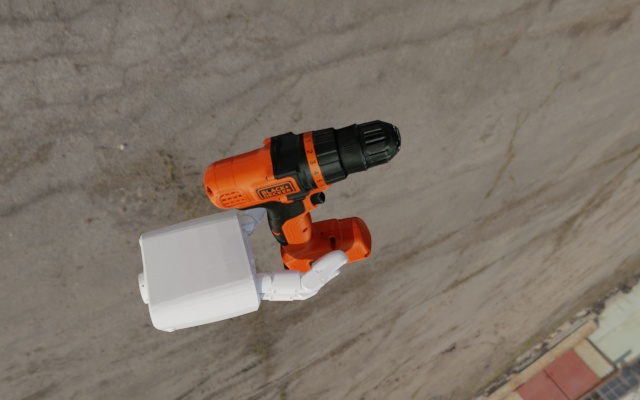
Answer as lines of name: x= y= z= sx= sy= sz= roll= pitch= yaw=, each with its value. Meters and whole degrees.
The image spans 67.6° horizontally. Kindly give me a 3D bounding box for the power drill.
power drill: x=0.000 y=0.002 z=0.492 sx=0.184 sy=0.057 sz=0.188 roll=-13 pitch=-37 yaw=9
